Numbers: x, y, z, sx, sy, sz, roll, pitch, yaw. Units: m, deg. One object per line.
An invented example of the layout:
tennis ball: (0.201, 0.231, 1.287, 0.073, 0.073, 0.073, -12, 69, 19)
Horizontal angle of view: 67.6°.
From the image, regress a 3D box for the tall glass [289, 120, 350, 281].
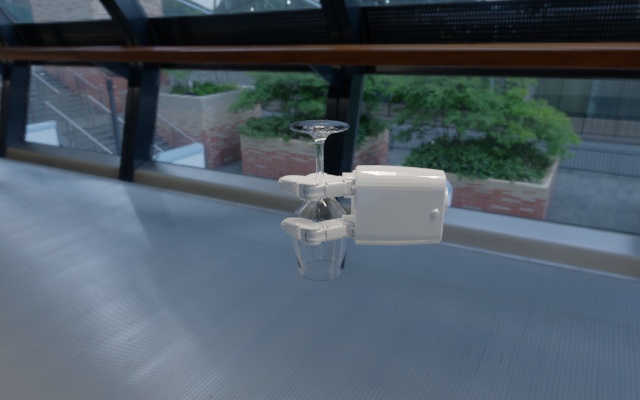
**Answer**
tall glass: (0.000, 0.001, 0.619, 0.079, 0.201, 0.079, 0, 20, 0)
